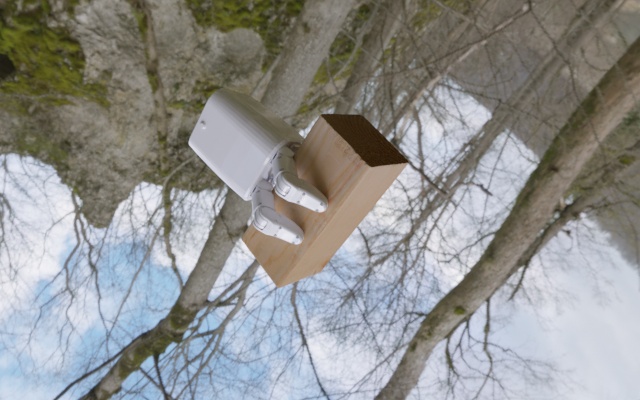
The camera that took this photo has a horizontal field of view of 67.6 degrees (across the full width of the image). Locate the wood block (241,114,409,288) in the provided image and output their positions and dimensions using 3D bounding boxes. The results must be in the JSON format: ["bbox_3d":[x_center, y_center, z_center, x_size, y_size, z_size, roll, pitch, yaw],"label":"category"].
[{"bbox_3d":[0.000,0.002,0.592,0.091,0.090,0.206,-13,-35,-52],"label":"wood block"}]
